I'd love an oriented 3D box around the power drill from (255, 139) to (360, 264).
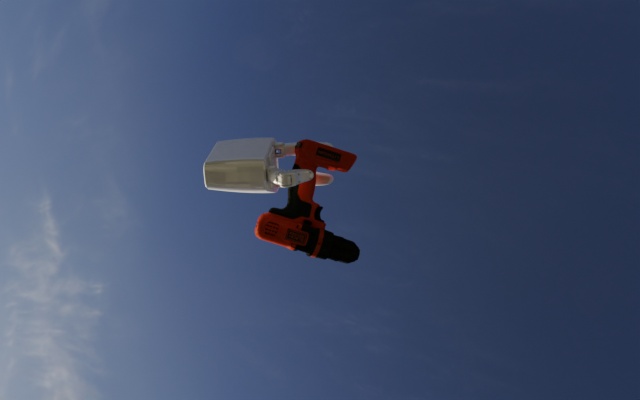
[{"bbox_3d":[0.000,0.002,0.811,0.184,0.187,0.057,18,-4,-12],"label":"power drill"}]
